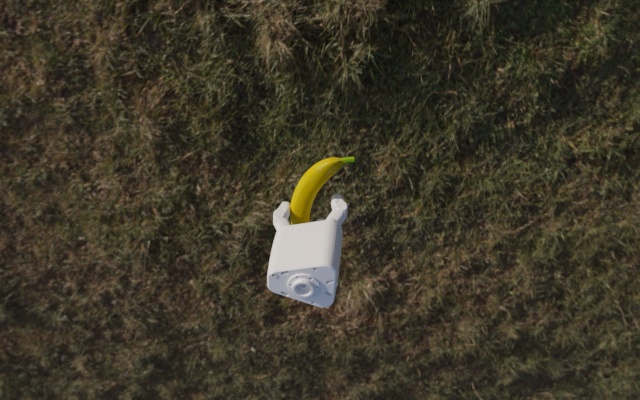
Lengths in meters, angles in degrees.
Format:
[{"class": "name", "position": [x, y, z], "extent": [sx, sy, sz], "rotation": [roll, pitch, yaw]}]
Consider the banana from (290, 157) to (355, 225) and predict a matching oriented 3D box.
[{"class": "banana", "position": [-0.015, -0.007, 0.851], "extent": [0.069, 0.198, 0.037], "rotation": [24, 32, -15]}]
